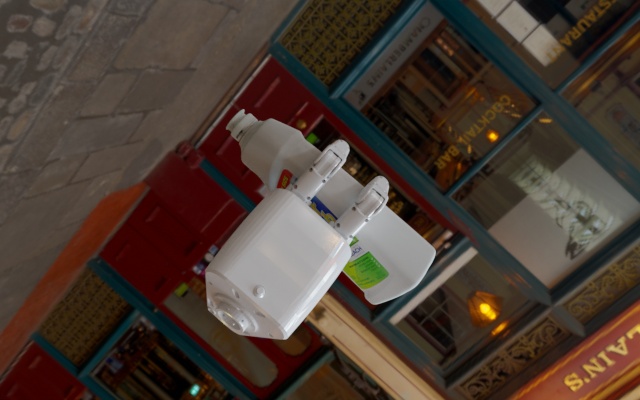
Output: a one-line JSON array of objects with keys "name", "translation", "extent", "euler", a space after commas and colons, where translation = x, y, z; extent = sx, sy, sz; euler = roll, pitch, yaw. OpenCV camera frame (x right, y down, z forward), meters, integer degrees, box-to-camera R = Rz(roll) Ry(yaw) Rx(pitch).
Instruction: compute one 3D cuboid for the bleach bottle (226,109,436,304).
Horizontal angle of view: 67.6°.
[{"name": "bleach bottle", "translation": [0.000, 0.002, 0.514], "extent": [0.068, 0.251, 0.103], "euler": [-50, 4, -33]}]
